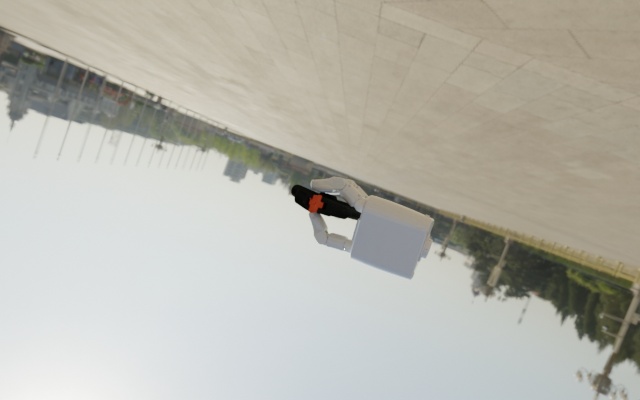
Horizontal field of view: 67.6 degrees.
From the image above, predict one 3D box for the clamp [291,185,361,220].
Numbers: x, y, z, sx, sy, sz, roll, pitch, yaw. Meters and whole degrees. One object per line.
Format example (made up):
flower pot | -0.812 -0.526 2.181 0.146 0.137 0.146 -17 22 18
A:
clamp | 0.000 0.003 0.805 0.164 0.036 0.210 19 3 16
